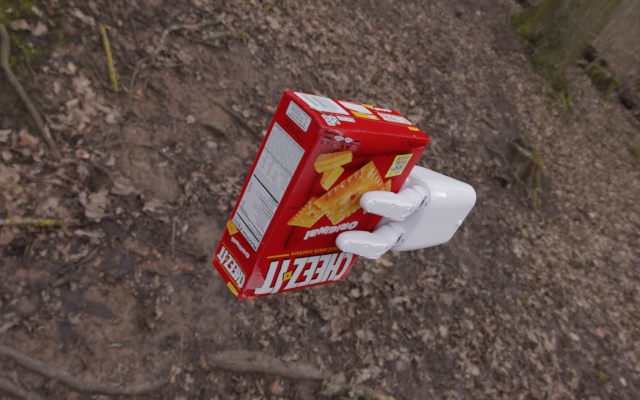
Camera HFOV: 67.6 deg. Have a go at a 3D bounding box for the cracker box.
[{"bbox_3d":[0.000,0.001,0.511,0.164,0.214,0.072,-1,38,-44],"label":"cracker box"}]
